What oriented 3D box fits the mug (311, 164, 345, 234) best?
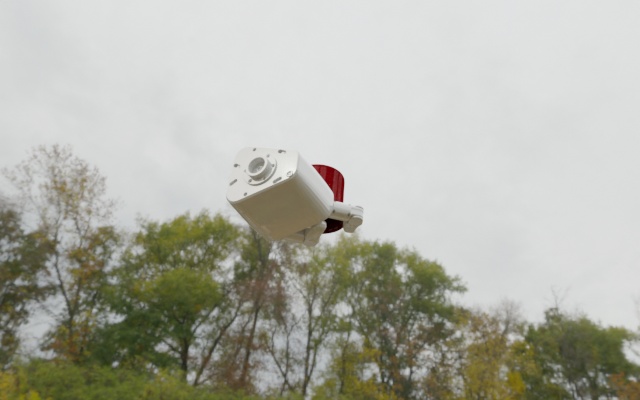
[{"bbox_3d":[0.001,0.003,0.761,0.093,0.081,0.117,-7,-32,21],"label":"mug"}]
